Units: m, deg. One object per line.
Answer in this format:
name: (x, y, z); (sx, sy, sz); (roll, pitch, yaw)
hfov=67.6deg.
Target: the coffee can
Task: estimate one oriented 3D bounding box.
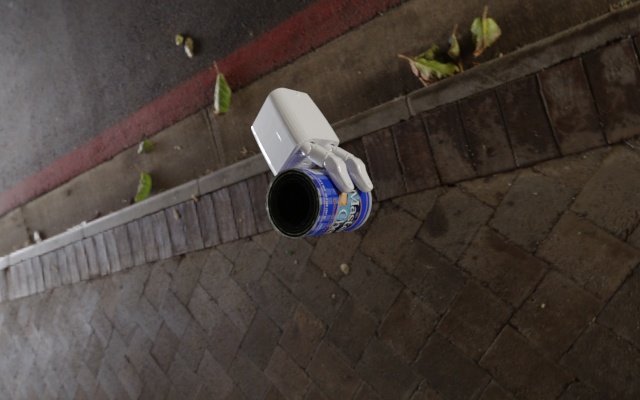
coffee can: (0.000, 0.003, 0.738); (0.103, 0.103, 0.140); (0, 2, 36)
